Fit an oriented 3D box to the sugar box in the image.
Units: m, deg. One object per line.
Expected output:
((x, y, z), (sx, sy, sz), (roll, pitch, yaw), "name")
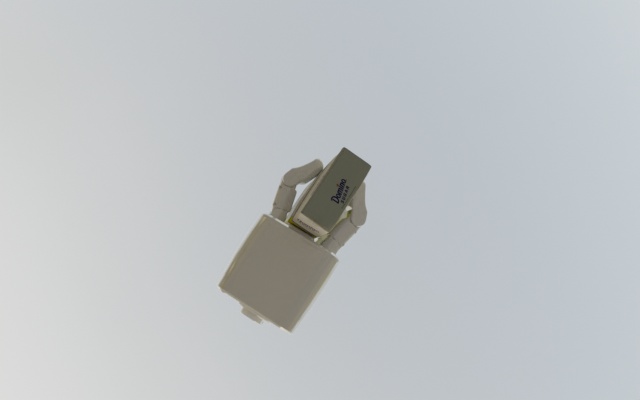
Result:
((0.000, 0.002, 0.599), (0.048, 0.093, 0.176), (35, -14, -7), "sugar box")
